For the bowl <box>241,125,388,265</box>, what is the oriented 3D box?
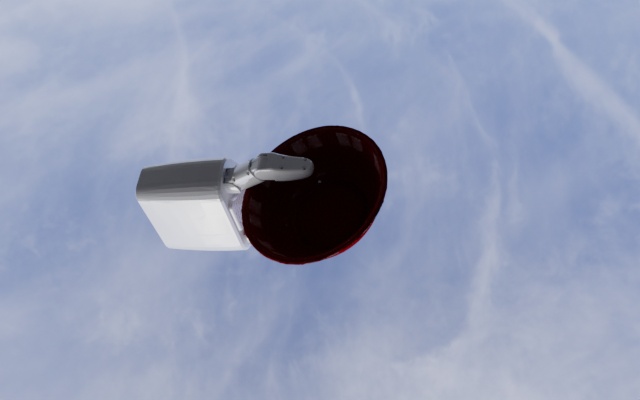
[{"bbox_3d":[0.001,0.002,0.499,0.162,0.162,0.055,0,-29,28],"label":"bowl"}]
